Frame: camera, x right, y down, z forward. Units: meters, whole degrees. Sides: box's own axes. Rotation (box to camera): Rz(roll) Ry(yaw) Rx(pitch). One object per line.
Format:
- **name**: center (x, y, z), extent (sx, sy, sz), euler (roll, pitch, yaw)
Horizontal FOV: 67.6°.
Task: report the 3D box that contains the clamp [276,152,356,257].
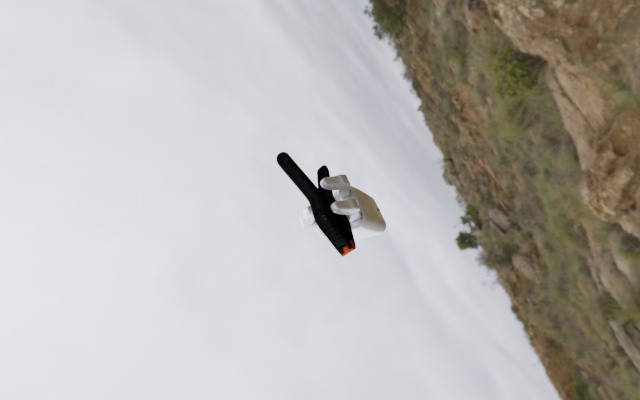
- **clamp**: center (0.000, 0.004, 0.873), extent (0.036, 0.210, 0.164), euler (-36, -28, 23)
